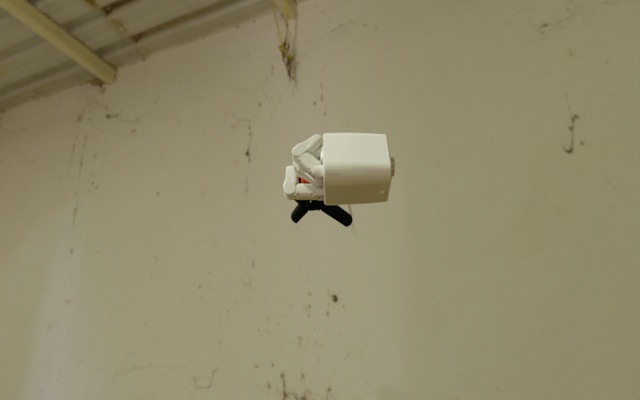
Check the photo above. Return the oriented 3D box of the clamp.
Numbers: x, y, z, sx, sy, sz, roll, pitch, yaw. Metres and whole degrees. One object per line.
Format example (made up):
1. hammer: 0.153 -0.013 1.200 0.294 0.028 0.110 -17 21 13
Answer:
1. clamp: 0.000 0.002 0.865 0.120 0.039 0.172 2 -27 3
